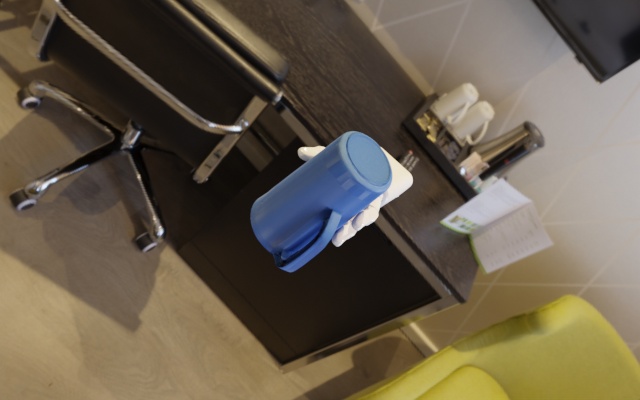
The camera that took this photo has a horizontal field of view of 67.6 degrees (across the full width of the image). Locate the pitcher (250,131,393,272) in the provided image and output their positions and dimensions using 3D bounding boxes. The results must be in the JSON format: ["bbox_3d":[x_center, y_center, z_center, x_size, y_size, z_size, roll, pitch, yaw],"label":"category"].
[{"bbox_3d":[0.000,0.002,0.784,0.145,0.149,0.243,-23,-11,-49],"label":"pitcher"}]
